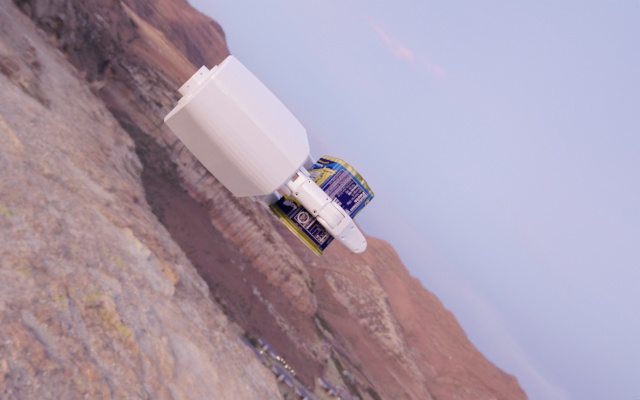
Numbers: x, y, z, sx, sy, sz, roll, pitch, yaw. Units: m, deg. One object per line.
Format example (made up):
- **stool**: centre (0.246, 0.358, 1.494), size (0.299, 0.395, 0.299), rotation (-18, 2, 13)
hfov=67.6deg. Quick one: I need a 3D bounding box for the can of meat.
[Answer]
- **can of meat**: centre (0.000, 0.001, 0.492), size (0.057, 0.084, 0.102), rotation (45, -4, -17)
